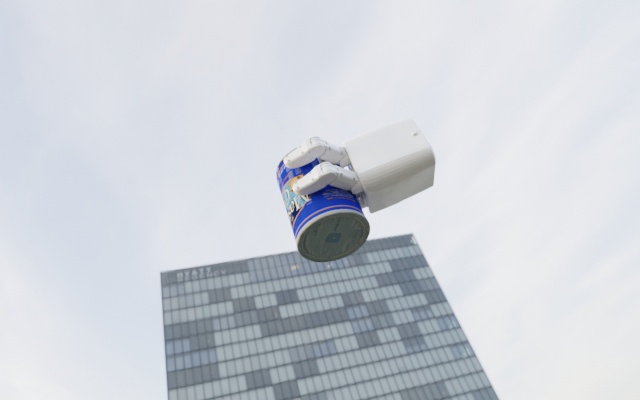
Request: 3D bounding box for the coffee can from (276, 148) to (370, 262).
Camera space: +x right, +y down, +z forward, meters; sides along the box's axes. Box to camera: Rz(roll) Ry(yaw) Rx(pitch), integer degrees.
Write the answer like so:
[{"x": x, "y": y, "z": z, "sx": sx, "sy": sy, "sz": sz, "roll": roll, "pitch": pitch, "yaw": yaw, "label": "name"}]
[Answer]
[{"x": 0.000, "y": 0.002, "z": 0.683, "sx": 0.103, "sy": 0.140, "sz": 0.103, "roll": -11, "pitch": -42, "yaw": -10, "label": "coffee can"}]
